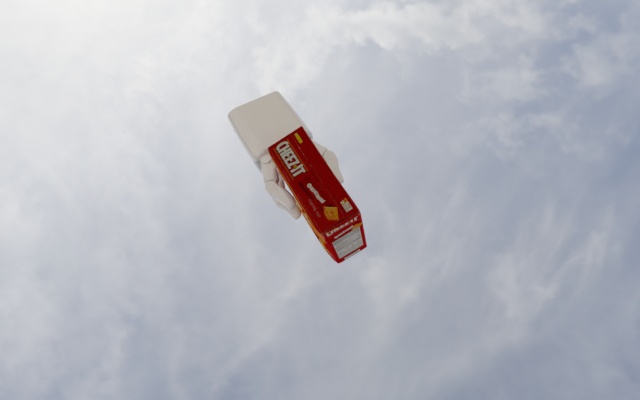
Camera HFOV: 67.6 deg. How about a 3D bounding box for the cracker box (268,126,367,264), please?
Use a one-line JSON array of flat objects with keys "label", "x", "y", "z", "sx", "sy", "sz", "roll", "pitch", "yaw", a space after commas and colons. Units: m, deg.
[{"label": "cracker box", "x": 0.000, "y": 0.003, "z": 0.777, "sx": 0.072, "sy": 0.164, "sz": 0.214, "roll": -32, "pitch": -20, "yaw": -3}]
